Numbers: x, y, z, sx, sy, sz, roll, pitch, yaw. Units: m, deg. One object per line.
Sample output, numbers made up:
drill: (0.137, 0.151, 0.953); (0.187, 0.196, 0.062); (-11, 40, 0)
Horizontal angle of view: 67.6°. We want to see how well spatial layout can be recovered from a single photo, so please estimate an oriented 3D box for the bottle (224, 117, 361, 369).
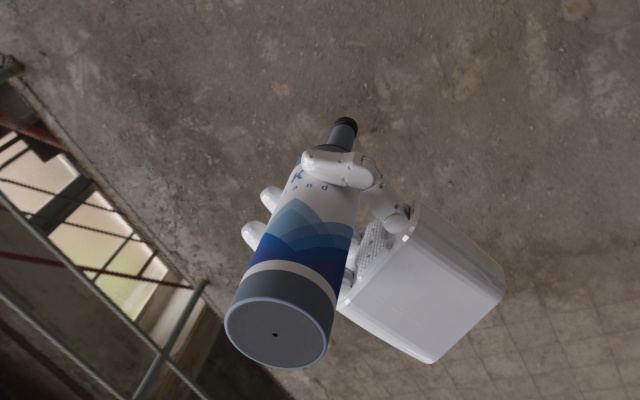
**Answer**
bottle: (0.000, 0.001, 0.413); (0.069, 0.069, 0.295); (0, 34, 13)
